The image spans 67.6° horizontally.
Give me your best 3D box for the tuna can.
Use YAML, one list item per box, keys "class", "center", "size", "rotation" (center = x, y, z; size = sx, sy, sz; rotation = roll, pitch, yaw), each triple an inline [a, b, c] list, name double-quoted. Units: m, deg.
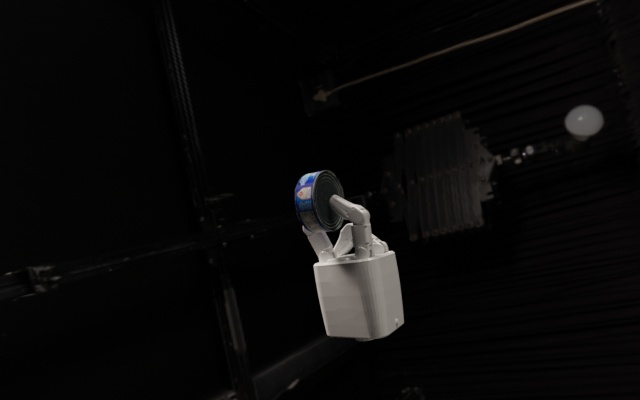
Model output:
- class: "tuna can"
  center: [0.000, 0.002, 0.672]
  size: [0.034, 0.086, 0.086]
  rotation: [-8, -4, 31]
